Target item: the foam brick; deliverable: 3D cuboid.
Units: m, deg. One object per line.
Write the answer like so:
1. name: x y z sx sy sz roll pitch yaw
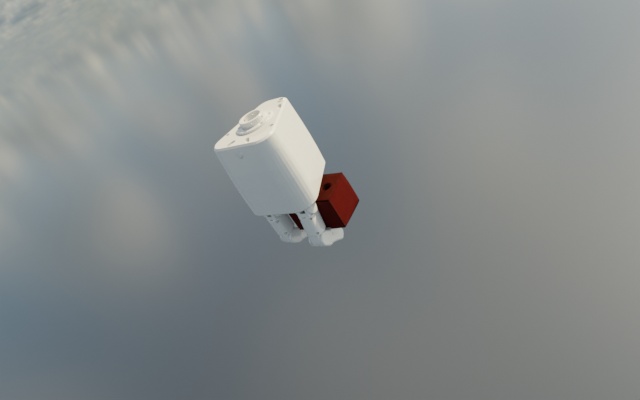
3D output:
1. foam brick: 0.000 0.002 0.627 0.078 0.051 0.053 -6 41 35
